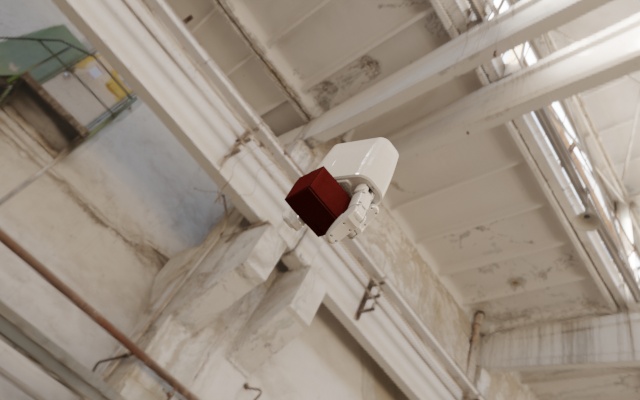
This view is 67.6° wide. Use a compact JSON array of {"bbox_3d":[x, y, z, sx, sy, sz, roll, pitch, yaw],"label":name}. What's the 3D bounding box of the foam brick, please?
[{"bbox_3d":[0.000,0.002,0.659,0.053,0.078,0.051,-23,26,41],"label":"foam brick"}]
